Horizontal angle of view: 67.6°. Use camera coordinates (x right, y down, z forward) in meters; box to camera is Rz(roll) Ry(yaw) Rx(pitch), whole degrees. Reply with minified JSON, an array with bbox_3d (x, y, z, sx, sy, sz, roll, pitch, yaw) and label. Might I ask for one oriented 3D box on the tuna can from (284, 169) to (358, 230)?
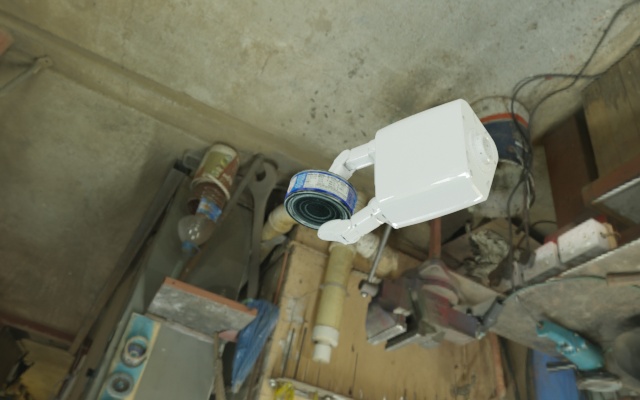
[{"bbox_3d":[0.000,0.002,0.578,0.086,0.033,0.086,11,-34,8],"label":"tuna can"}]
